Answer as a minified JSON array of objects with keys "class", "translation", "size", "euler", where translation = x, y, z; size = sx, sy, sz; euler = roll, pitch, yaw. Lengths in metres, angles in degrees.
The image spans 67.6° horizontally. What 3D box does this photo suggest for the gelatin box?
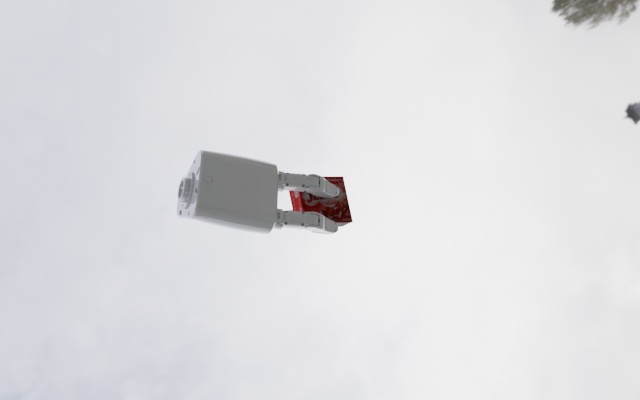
[{"class":"gelatin box","translation":[0.000,0.002,0.702],"size":[0.089,0.073,0.030],"euler":[-1,-17,-37]}]
